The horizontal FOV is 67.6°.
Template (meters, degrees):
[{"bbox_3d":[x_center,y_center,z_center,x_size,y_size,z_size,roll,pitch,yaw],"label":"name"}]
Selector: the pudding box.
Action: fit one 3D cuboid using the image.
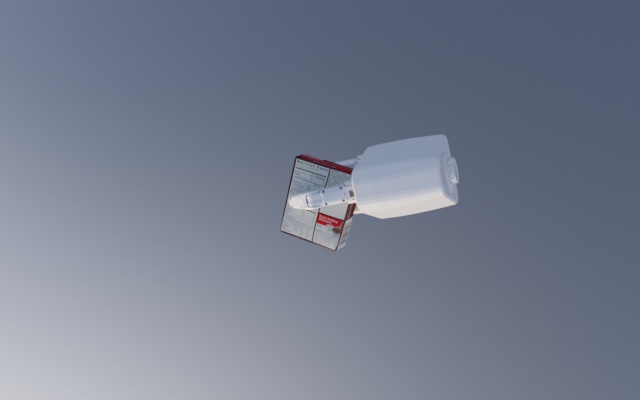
[{"bbox_3d":[0.000,0.002,0.647,0.090,0.113,0.039,19,16,17],"label":"pudding box"}]
